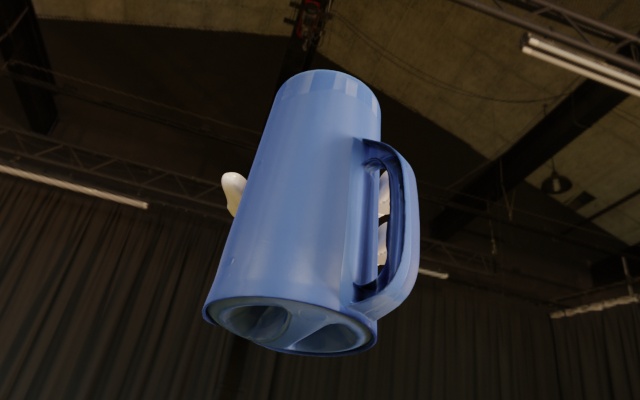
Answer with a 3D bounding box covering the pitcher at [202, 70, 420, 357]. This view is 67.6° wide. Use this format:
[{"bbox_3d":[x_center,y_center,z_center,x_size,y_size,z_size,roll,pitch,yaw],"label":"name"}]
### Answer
[{"bbox_3d":[0.000,0.001,0.417,0.149,0.242,0.145,9,-32,1],"label":"pitcher"}]
